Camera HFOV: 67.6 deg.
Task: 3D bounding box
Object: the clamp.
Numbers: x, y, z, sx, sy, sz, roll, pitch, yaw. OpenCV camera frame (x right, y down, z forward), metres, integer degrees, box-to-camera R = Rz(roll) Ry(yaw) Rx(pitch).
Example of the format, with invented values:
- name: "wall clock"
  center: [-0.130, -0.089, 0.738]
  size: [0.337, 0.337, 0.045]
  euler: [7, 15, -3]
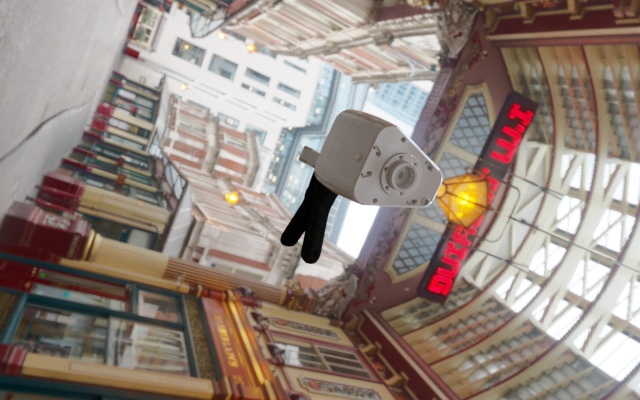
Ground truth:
- name: "clamp"
  center: [0.001, 0.002, 0.630]
  size: [0.039, 0.171, 0.120]
  euler: [20, 8, -26]
